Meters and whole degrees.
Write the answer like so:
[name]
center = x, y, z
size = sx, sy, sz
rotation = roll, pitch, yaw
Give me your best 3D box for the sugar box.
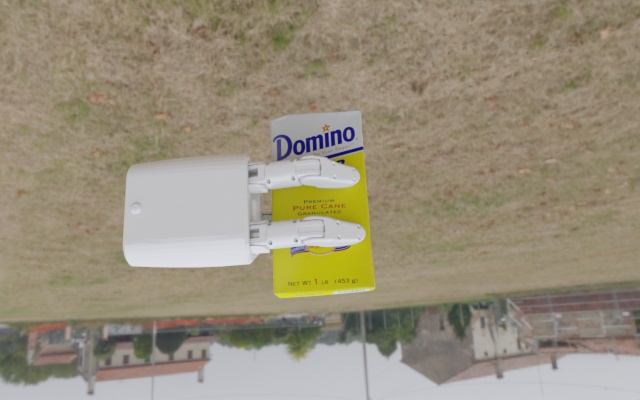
[sugar box]
center = 0.000, 0.001, 0.463
size = 0.093, 0.176, 0.048
rotation = -4, -15, 2
